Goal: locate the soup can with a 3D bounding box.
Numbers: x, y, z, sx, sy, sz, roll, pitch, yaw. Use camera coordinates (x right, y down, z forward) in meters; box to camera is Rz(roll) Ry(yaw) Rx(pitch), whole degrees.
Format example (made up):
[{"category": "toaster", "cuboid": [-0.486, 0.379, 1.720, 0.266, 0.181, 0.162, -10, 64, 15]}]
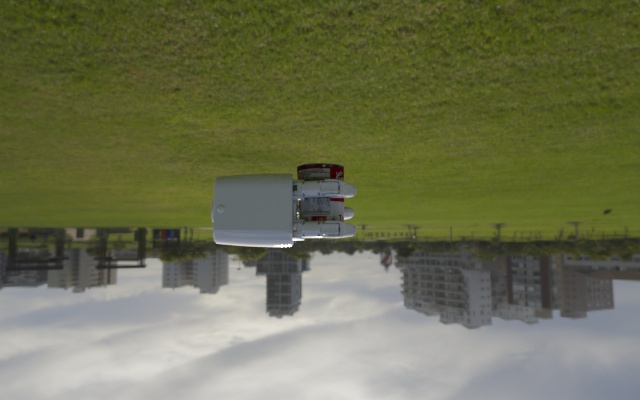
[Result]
[{"category": "soup can", "cuboid": [0.001, 0.003, 0.681, 0.068, 0.102, 0.068, 0, -5, 0]}]
